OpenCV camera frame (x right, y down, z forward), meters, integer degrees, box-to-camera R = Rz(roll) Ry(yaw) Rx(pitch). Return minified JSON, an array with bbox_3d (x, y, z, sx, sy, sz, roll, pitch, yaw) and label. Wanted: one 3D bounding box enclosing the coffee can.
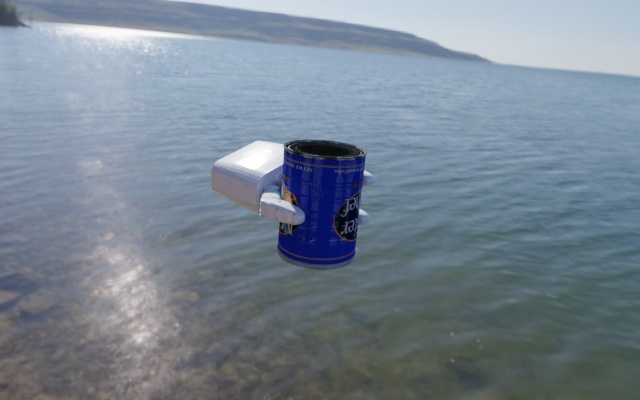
[{"bbox_3d":[0.000,0.002,0.602,0.103,0.140,0.102,5,18,-1],"label":"coffee can"}]
